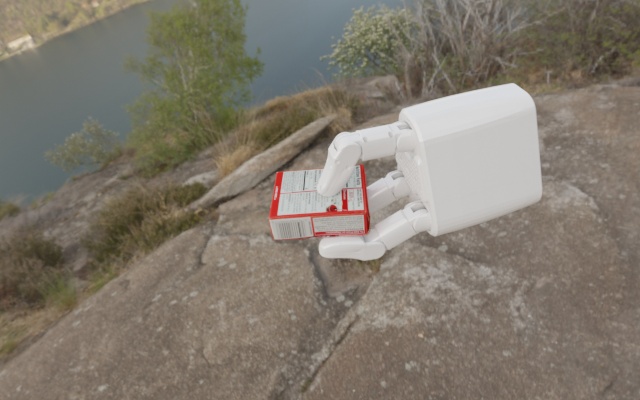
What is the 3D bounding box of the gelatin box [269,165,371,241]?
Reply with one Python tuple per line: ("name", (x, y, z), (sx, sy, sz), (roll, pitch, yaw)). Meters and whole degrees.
("gelatin box", (0.000, 0.001, 0.447), (0.089, 0.030, 0.073), (-4, 38, 4))
